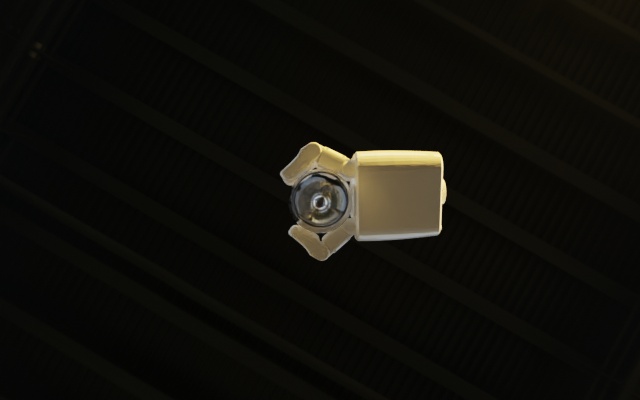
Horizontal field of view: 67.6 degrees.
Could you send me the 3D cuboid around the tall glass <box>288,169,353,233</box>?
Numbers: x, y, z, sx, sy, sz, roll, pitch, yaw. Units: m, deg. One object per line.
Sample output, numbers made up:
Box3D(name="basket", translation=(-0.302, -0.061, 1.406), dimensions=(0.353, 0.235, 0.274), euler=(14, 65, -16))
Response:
Box3D(name="tall glass", translation=(0.000, 0.002, 0.619), dimensions=(0.079, 0.079, 0.201), euler=(0, -2, 0))
